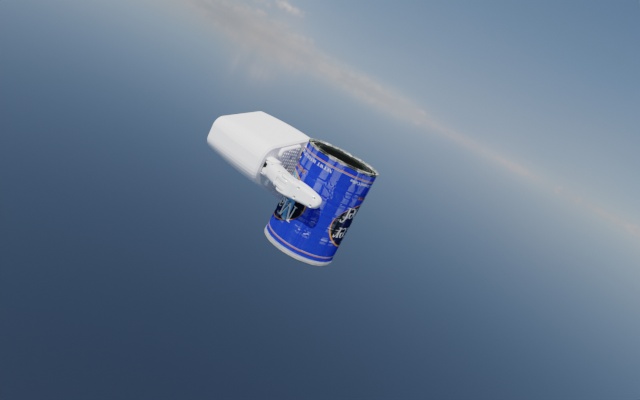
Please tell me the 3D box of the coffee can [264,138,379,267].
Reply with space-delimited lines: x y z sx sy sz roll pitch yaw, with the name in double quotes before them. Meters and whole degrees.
"coffee can" 0.000 0.002 0.641 0.103 0.140 0.102 26 14 -7
